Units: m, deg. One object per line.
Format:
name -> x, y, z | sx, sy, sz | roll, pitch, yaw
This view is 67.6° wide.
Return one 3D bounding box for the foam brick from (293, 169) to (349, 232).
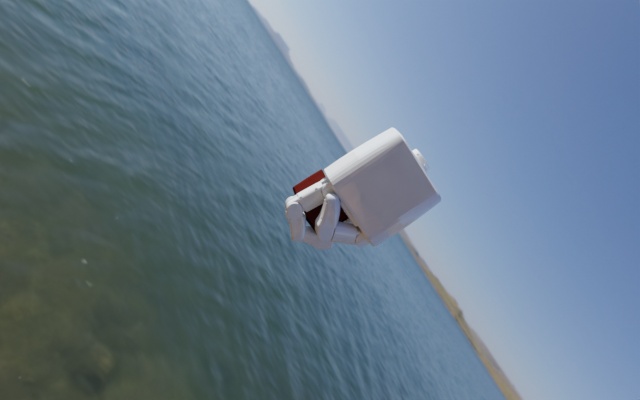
foam brick -> 0.000, 0.002, 0.663 | 0.051, 0.053, 0.078 | -34, 27, 6
